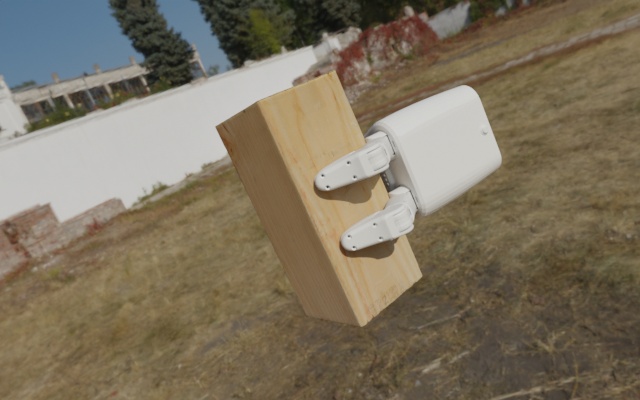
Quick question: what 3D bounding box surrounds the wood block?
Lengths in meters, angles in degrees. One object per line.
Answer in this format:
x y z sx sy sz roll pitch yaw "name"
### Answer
0.000 0.001 0.445 0.090 0.206 0.091 -31 12 -32 "wood block"
